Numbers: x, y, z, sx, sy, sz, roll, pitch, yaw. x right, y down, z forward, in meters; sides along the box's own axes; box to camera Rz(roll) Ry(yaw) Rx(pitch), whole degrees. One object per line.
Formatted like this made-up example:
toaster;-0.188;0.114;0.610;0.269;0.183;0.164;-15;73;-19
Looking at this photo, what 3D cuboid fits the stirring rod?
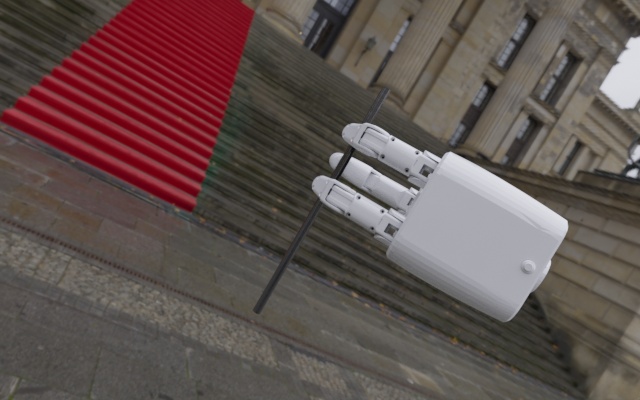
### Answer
stirring rod;0.000;0.002;0.443;0.011;0.239;0.011;30;3;-2
